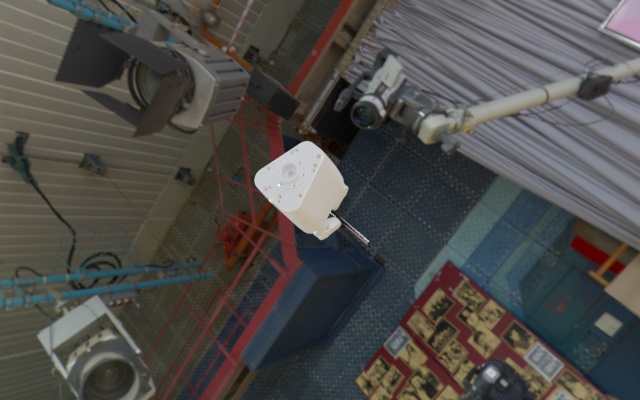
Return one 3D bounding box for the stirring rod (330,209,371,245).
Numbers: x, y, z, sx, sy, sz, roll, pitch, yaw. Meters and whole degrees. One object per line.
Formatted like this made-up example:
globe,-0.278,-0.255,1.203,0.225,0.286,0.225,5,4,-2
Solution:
stirring rod,0.000,0.003,0.866,0.239,0.011,0.011,40,20,26
